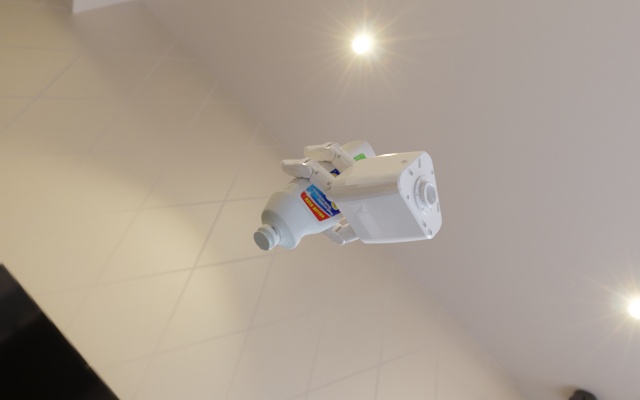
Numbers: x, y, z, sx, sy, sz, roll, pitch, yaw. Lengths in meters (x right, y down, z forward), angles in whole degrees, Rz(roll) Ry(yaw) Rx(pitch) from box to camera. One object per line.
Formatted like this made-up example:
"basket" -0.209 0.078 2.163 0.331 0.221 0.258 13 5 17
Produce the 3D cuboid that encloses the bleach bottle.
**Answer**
"bleach bottle" 0.000 0.002 0.696 0.068 0.102 0.250 -9 21 43
